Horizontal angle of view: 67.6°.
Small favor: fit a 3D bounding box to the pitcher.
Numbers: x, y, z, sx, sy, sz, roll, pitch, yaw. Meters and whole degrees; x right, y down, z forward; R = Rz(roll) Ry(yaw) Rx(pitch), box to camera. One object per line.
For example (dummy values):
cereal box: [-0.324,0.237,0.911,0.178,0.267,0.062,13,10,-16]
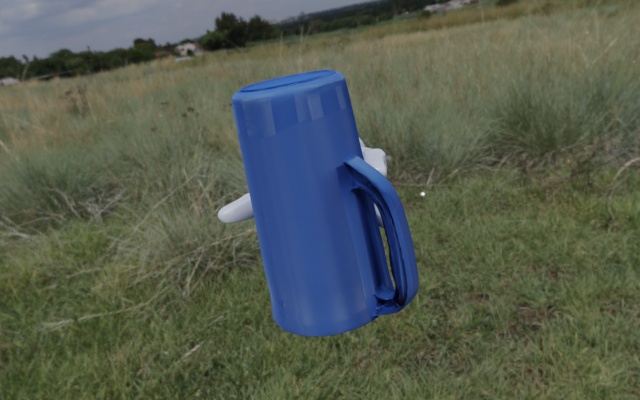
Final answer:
pitcher: [0.000,0.001,0.472,0.149,0.243,0.145,-12,19,0]
